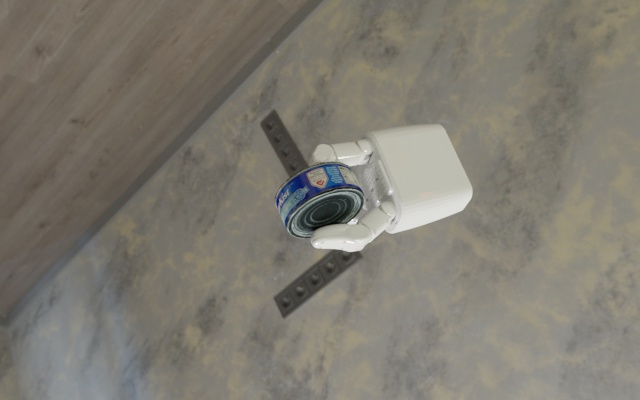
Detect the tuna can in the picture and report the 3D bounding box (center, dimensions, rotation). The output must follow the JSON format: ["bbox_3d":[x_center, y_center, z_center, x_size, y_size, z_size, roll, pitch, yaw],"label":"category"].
[{"bbox_3d":[0.000,0.002,0.476,0.086,0.033,0.086,-19,-30,-11],"label":"tuna can"}]
